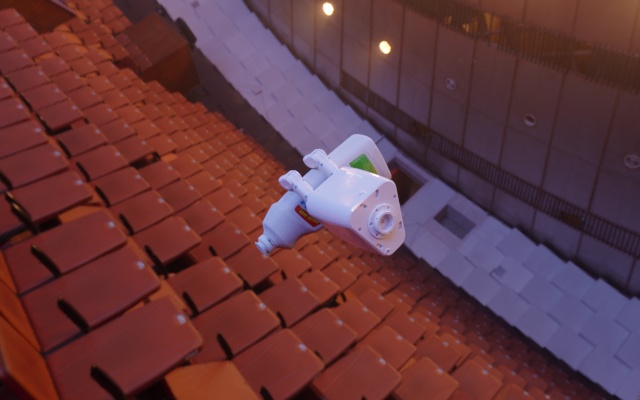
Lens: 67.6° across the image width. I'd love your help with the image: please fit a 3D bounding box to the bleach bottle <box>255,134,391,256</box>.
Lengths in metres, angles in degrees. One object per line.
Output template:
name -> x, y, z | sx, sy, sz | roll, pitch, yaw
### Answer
bleach bottle -> 0.000, 0.002, 0.783 | 0.250, 0.103, 0.068 | -42, 30, -18
